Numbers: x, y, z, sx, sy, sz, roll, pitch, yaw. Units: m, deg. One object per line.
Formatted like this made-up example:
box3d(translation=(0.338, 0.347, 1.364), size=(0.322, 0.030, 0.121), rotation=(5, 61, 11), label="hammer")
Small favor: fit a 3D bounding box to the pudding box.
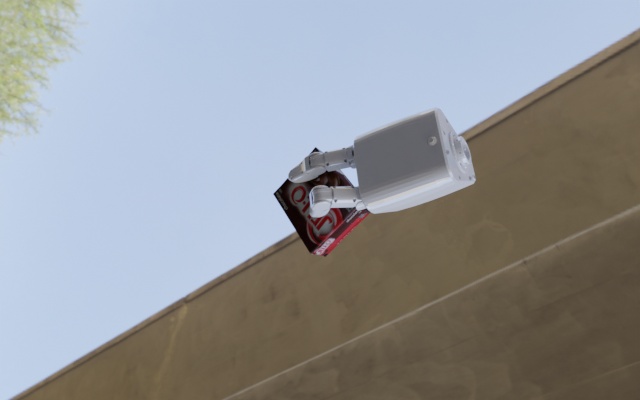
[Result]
box3d(translation=(0.000, 0.002, 0.616), size=(0.039, 0.090, 0.113), rotation=(23, 26, -51), label="pudding box")
